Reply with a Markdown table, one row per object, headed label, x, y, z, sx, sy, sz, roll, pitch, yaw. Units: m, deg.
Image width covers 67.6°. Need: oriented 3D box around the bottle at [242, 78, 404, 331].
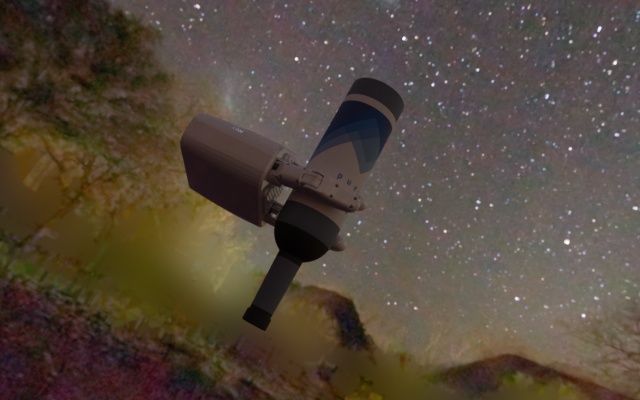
| label | x | y | z | sx | sy | sz | roll | pitch | yaw |
| --- | --- | --- | --- | --- | --- | --- | --- | --- | --- |
| bottle | 0.000 | 0.002 | 0.523 | 0.069 | 0.295 | 0.069 | 26 | -16 | 8 |
